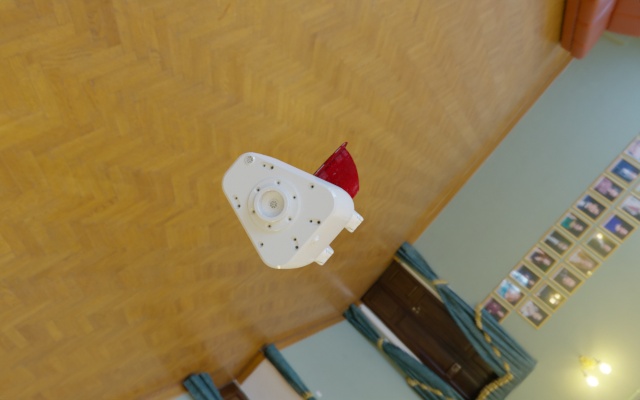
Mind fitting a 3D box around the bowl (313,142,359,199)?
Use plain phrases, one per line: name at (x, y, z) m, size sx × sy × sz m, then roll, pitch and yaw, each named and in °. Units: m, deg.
bowl at (0.001, 0.002, 0.621) m, size 0.055 × 0.162 × 0.162 m, roll 41°, pitch 0°, yaw 0°
